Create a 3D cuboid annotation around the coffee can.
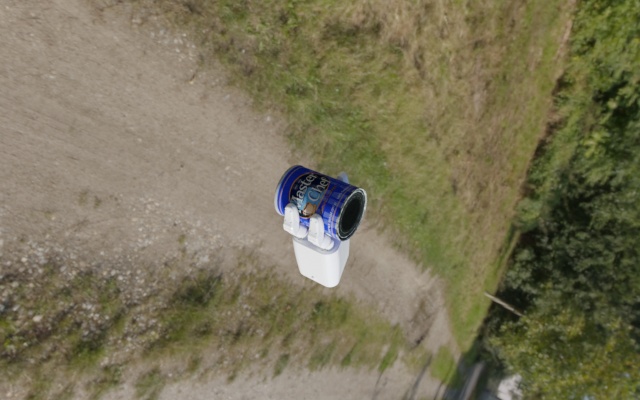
[{"bbox_3d":[0.000,0.003,0.885,0.140,0.103,0.103,22,11,28],"label":"coffee can"}]
